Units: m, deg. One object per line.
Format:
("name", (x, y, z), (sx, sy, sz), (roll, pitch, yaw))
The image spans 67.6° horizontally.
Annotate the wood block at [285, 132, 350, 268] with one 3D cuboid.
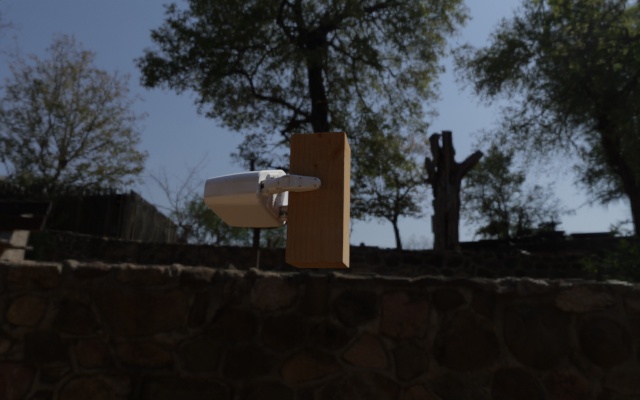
("wood block", (0.000, 0.002, 0.775), (0.090, 0.206, 0.091), (-1, -13, 10))
